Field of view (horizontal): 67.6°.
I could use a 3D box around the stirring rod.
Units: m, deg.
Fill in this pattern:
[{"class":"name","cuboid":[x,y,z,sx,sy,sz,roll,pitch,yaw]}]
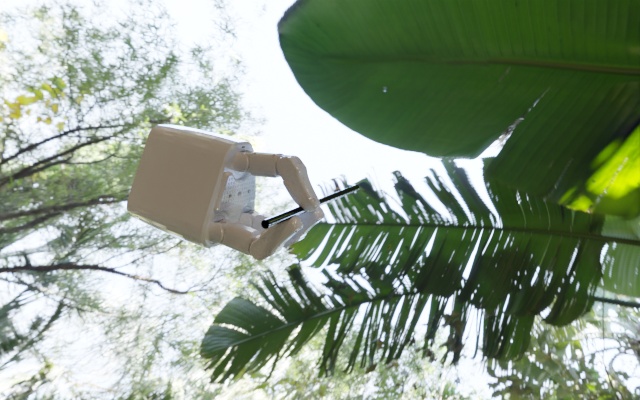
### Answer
[{"class":"stirring rod","cuboid":[0.000,0.002,0.513,0.011,0.011,0.239,0,9,23]}]
